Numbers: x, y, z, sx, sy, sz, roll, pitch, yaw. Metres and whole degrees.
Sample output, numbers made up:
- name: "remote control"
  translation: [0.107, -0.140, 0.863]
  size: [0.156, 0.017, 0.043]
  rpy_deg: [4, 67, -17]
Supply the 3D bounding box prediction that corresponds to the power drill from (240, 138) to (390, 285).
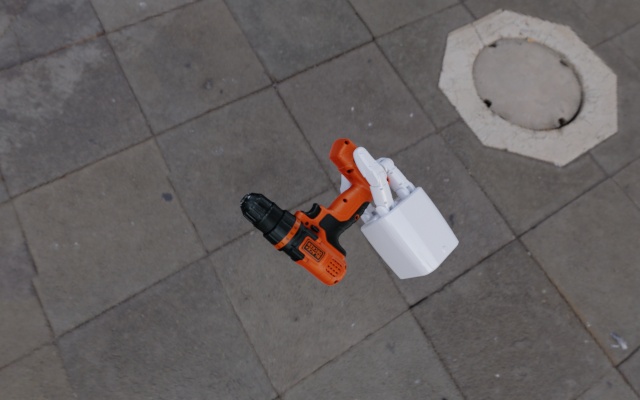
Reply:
- name: "power drill"
  translation: [0.001, 0.002, 0.696]
  size: [0.184, 0.187, 0.057]
  rpy_deg: [42, -15, -18]
